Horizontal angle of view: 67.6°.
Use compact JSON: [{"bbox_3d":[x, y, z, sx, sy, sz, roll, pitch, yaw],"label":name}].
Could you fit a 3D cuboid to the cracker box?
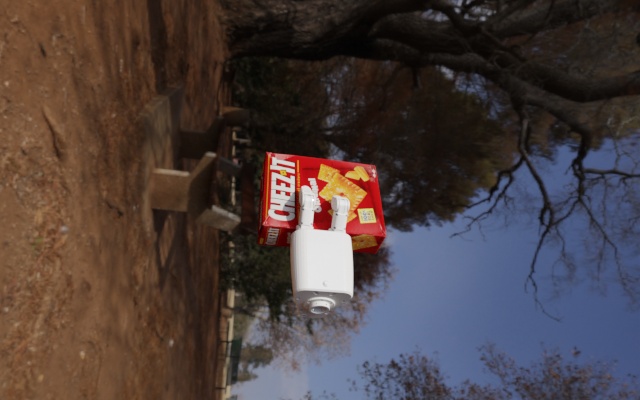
[{"bbox_3d":[0.000,0.003,0.857,0.214,0.164,0.072,6,-38,-11],"label":"cracker box"}]
